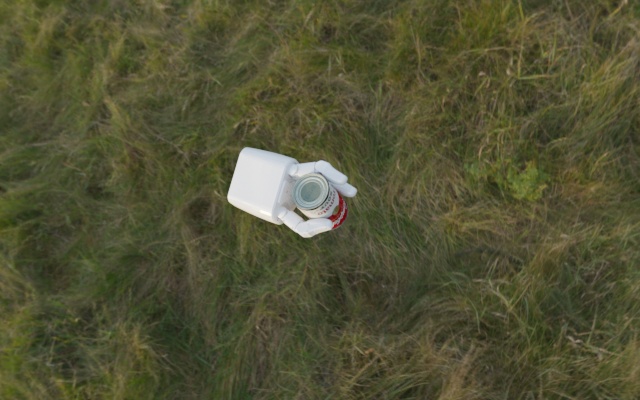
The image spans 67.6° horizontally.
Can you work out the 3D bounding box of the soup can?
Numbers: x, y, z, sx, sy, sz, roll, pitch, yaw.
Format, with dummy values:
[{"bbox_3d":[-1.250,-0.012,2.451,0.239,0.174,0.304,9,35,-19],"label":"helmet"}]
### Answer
[{"bbox_3d":[0.000,0.003,0.810,0.068,0.068,0.102,0,-21,22],"label":"soup can"}]
